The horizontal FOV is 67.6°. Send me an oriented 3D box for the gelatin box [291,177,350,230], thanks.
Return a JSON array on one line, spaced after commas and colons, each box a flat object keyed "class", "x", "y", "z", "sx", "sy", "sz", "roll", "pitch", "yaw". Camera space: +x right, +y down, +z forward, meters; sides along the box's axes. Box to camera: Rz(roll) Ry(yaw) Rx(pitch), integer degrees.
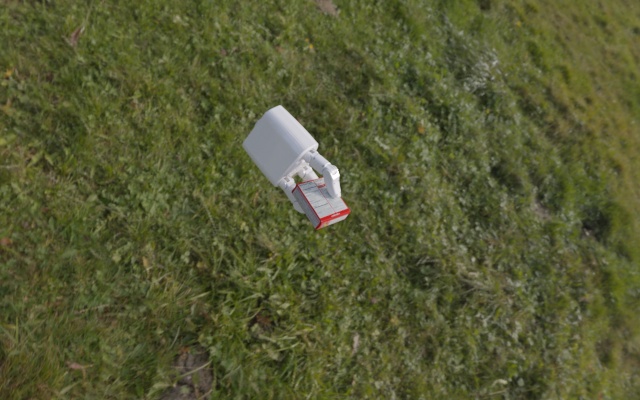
[{"class": "gelatin box", "x": 0.001, "y": 0.003, "z": 0.873, "sx": 0.073, "sy": 0.089, "sz": 0.030, "roll": -18, "pitch": -25, "yaw": -39}]
